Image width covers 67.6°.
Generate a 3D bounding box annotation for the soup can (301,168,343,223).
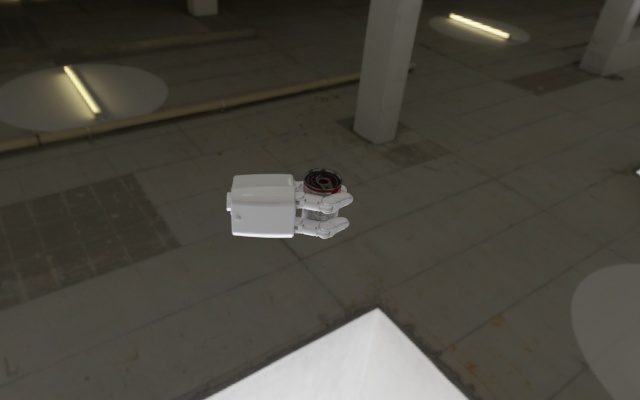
[{"bbox_3d":[0.001,0.003,0.851,0.068,0.102,0.068,4,36,-3],"label":"soup can"}]
